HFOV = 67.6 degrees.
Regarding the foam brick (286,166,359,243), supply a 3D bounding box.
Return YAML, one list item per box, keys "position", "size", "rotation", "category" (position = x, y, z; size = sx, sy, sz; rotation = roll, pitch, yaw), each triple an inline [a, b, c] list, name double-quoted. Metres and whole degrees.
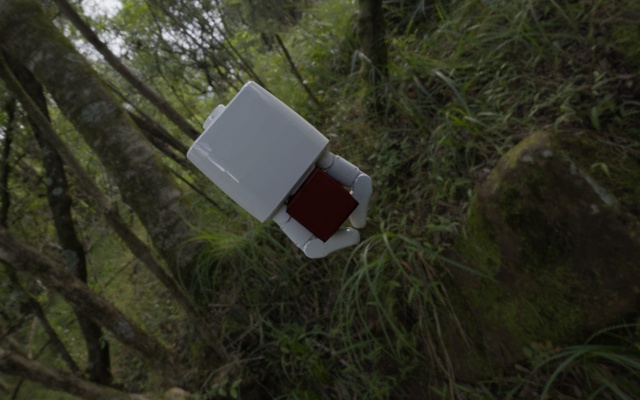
- position: [0.000, 0.002, 0.490]
  size: [0.051, 0.053, 0.078]
  rotation: [40, 4, -7]
  category: "foam brick"
